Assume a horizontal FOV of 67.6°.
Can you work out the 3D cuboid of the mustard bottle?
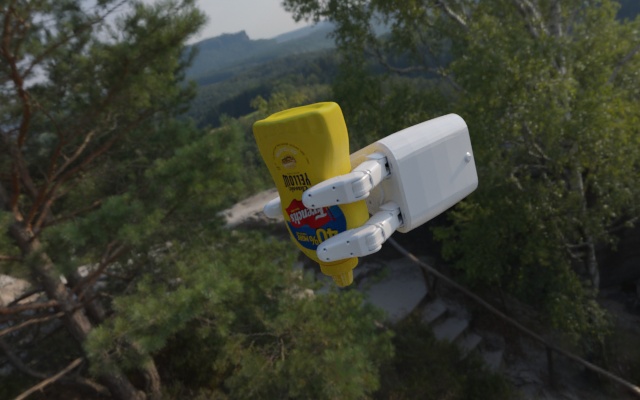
[{"bbox_3d":[0.000,0.002,0.488,0.096,0.192,0.058,-3,23,38],"label":"mustard bottle"}]
